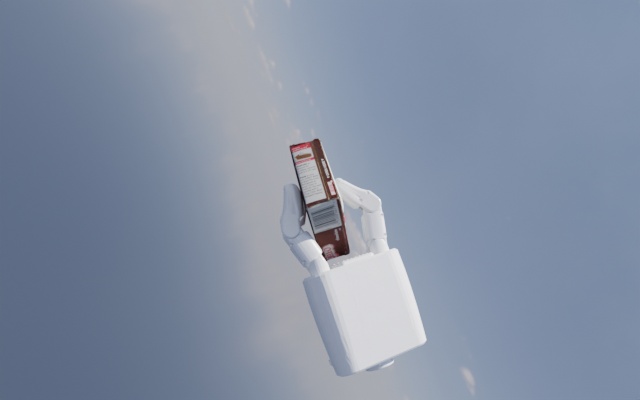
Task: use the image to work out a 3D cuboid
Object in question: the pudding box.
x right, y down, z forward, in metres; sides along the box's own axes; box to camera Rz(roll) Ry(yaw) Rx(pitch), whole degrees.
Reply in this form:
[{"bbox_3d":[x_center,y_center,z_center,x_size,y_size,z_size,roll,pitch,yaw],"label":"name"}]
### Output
[{"bbox_3d":[0.000,0.002,0.533,0.039,0.090,0.114,-15,-37,-3],"label":"pudding box"}]
